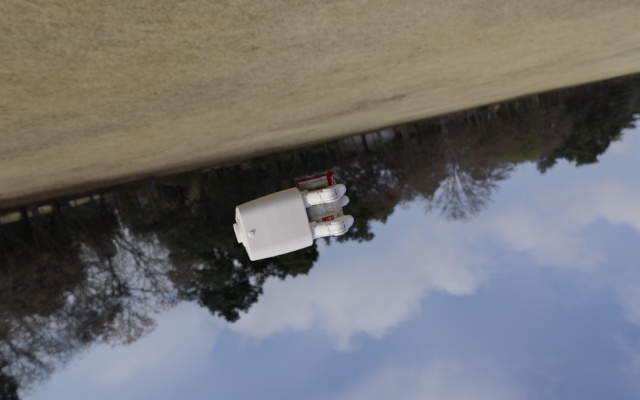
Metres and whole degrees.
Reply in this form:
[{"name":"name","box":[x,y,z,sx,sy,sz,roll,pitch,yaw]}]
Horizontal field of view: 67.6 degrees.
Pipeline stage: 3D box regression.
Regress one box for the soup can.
[{"name":"soup can","box":[0.001,0.003,0.823,0.068,0.102,0.068,-14,7,2]}]
